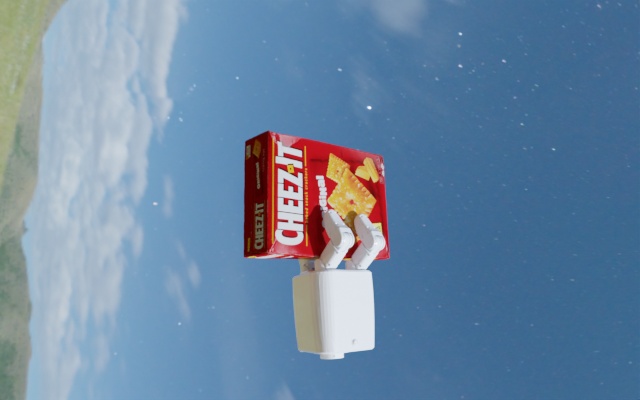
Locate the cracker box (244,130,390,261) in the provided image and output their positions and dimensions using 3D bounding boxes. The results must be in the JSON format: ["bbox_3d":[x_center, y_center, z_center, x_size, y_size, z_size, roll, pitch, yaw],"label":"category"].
[{"bbox_3d":[0.000,0.002,0.684,0.214,0.164,0.072,8,-14,-37],"label":"cracker box"}]
